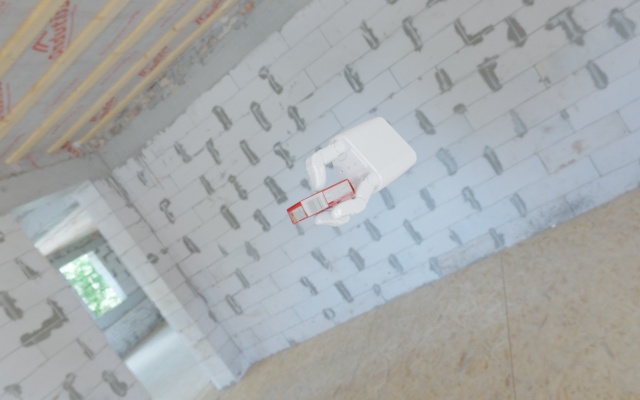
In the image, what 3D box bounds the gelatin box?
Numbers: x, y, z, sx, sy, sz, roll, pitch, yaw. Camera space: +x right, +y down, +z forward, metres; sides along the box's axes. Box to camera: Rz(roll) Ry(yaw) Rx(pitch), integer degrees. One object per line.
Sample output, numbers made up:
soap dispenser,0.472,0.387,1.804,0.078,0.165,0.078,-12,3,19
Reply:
gelatin box,0.000,0.002,0.732,0.089,0.030,0.073,-26,0,-24
